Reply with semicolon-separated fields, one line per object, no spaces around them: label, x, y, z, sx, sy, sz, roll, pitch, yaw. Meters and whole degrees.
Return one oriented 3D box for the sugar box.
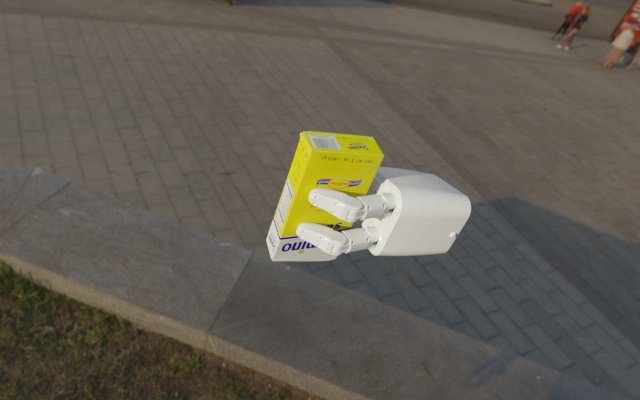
sugar box;0.000;0.002;0.579;0.093;0.176;0.048;2;39;-23
